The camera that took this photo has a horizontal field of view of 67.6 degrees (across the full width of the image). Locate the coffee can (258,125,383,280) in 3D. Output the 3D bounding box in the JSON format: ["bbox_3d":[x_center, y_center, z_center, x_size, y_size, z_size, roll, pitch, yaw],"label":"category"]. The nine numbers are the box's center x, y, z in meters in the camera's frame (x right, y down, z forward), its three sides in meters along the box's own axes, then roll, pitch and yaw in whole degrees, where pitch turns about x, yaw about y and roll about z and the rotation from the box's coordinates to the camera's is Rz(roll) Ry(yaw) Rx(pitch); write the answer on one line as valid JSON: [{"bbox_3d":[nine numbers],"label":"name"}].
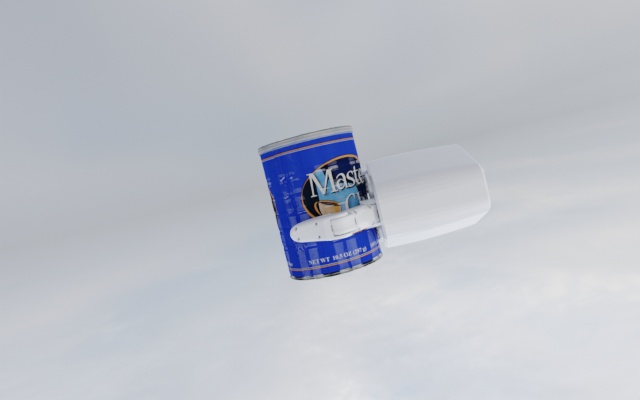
[{"bbox_3d":[0.000,0.002,0.507,0.103,0.140,0.103,-14,3,1],"label":"coffee can"}]
